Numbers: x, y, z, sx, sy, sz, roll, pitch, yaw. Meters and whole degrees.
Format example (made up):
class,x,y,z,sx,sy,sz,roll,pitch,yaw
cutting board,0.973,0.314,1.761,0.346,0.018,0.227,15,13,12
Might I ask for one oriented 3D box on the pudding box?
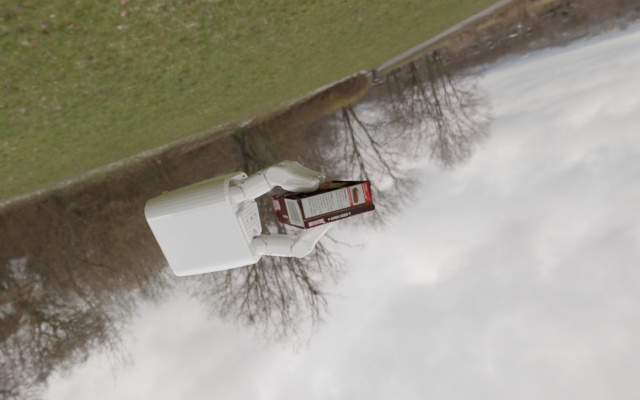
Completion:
class,x,y,z,sx,sy,sz,roll,pitch,yaw
pudding box,0.000,0.002,0.568,0.090,0.039,0.113,-16,10,-18
